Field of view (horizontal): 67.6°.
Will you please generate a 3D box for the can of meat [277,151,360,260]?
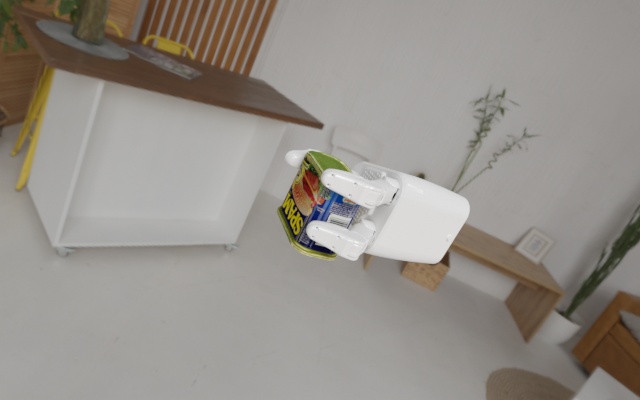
[{"bbox_3d":[0.000,0.001,0.528,0.057,0.084,0.102,17,22,-26],"label":"can of meat"}]
